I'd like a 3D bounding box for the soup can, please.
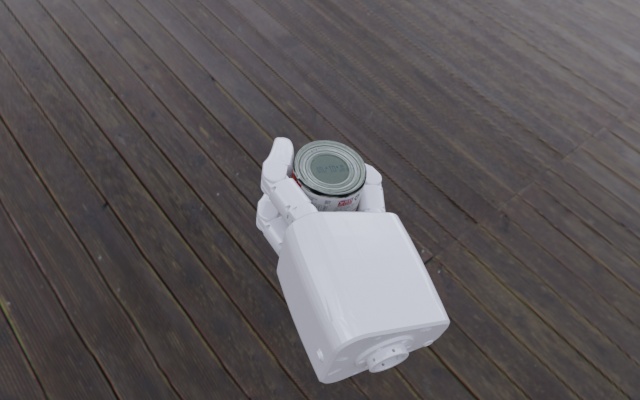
[{"bbox_3d":[0.000,0.001,0.456,0.068,0.068,0.102,0,-38,-13],"label":"soup can"}]
